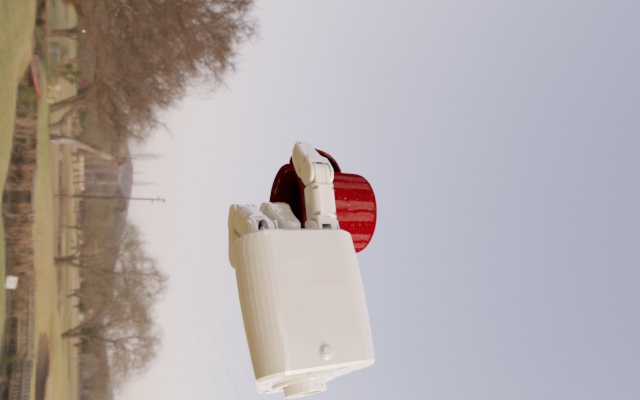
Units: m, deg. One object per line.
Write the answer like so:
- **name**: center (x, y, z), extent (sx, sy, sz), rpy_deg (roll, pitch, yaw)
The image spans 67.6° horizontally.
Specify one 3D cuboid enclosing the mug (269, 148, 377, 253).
- **mug**: center (0.000, 0.000, 0.477), extent (0.081, 0.117, 0.093), rpy_deg (2, -26, -25)
